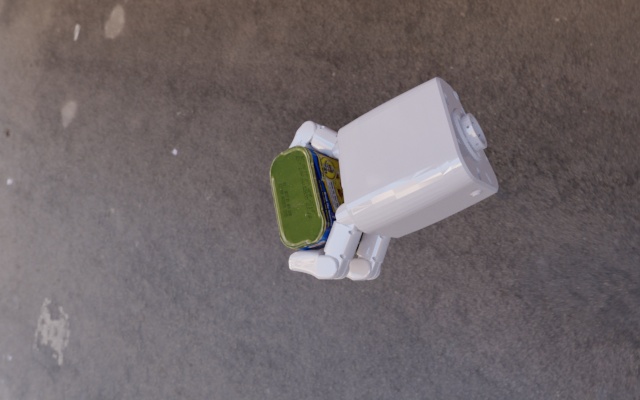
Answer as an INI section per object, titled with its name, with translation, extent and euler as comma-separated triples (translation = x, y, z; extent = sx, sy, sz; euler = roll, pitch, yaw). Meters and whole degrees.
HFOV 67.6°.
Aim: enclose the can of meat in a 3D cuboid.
[can of meat]
translation = 0.000, 0.001, 0.474
extent = 0.057, 0.102, 0.084
euler = -24, -21, 31
